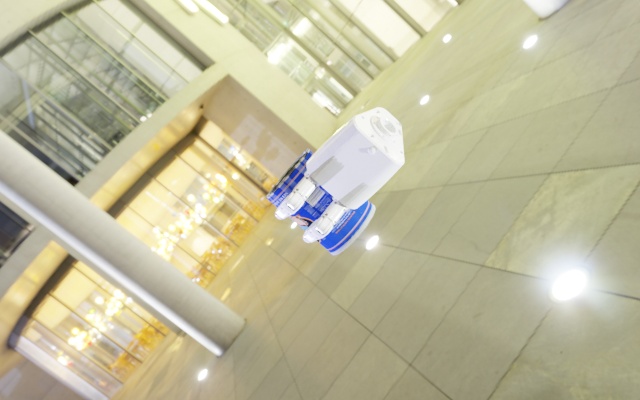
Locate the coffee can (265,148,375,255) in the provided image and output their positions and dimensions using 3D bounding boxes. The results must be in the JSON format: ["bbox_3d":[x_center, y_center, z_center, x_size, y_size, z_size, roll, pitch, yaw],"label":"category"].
[{"bbox_3d":[0.000,0.003,0.747,0.140,0.103,0.103,41,-7,-8],"label":"coffee can"}]
